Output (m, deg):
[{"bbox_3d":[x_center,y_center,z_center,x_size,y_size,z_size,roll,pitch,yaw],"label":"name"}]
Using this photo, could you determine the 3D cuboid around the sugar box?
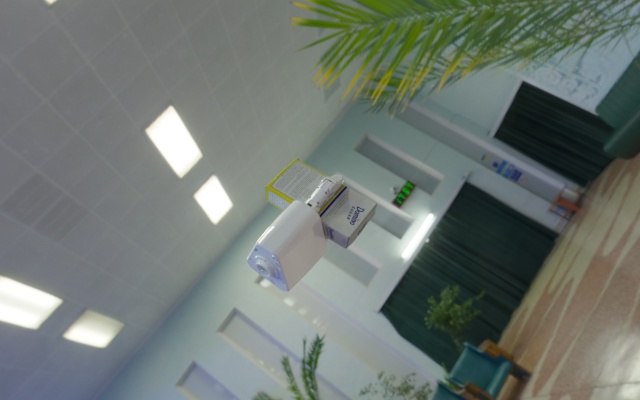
[{"bbox_3d":[0.000,0.003,0.840,0.176,0.093,0.048,33,-33,17],"label":"sugar box"}]
